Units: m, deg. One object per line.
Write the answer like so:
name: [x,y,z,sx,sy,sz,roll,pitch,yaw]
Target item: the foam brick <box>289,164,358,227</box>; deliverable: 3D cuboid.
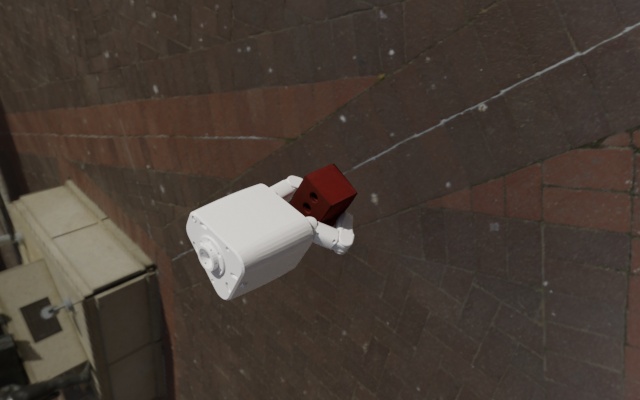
foam brick: [0.000,0.002,0.612,0.051,0.053,0.078,-24,-23,-40]
